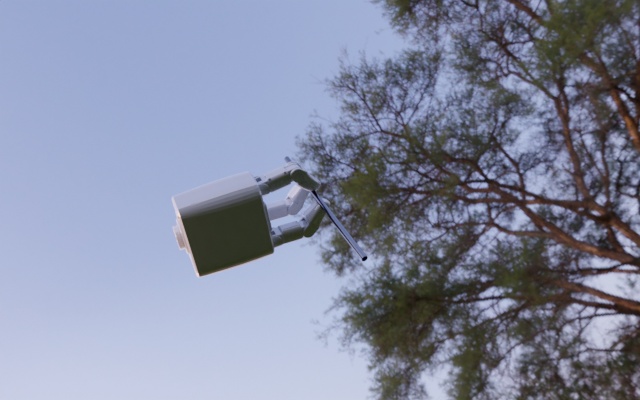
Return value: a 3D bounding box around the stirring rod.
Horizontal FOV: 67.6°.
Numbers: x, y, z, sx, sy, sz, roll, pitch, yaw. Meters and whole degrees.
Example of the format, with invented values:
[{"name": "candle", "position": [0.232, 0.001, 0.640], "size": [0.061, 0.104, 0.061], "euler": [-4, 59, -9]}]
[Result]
[{"name": "stirring rod", "position": [0.000, 0.002, 0.646], "size": [0.011, 0.011, 0.239], "euler": [0, 34, -31]}]
